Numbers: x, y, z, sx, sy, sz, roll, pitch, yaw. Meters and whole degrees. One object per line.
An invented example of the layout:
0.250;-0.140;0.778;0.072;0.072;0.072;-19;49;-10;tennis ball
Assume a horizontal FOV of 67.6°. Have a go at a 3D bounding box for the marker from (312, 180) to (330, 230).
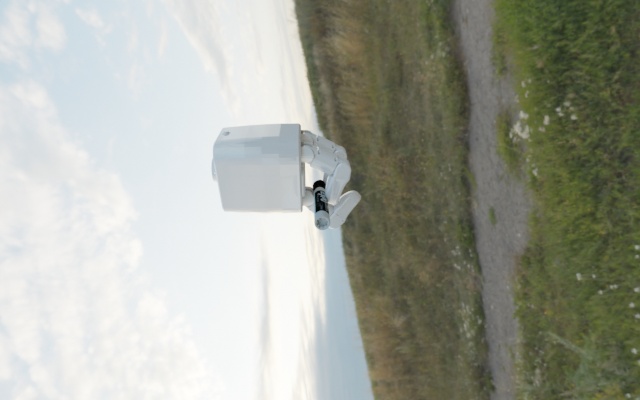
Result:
0.000;0.002;0.602;0.020;0.020;0.121;0;24;-2;marker
